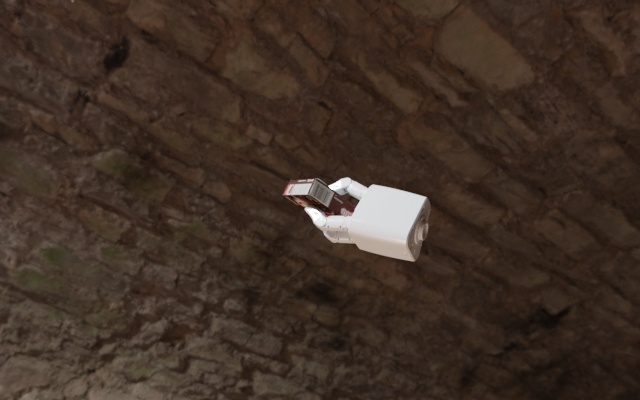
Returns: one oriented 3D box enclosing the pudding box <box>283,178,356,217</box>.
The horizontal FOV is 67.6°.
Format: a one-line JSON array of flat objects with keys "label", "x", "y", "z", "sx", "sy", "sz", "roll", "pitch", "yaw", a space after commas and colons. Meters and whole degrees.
[{"label": "pudding box", "x": 0.000, "y": 0.003, "z": 0.884, "sx": 0.113, "sy": 0.039, "sz": 0.090, "roll": 37, "pitch": -21, "yaw": -29}]
